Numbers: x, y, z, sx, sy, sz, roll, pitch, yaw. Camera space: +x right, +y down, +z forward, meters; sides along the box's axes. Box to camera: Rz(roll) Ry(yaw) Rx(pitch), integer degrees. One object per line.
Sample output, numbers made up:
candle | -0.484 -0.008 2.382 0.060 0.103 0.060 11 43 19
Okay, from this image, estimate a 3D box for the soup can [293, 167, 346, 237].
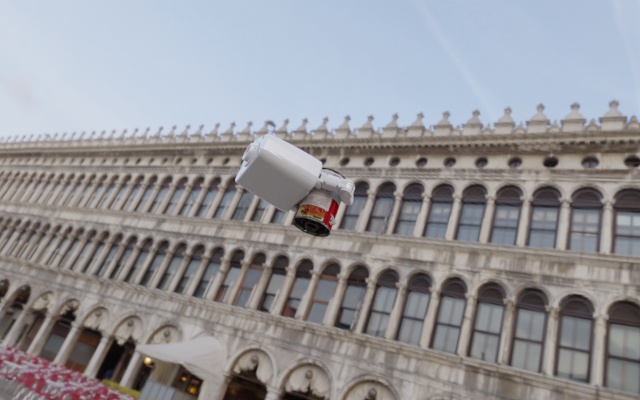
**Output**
soup can | 0.001 0.003 0.827 0.068 0.102 0.068 16 -26 8
